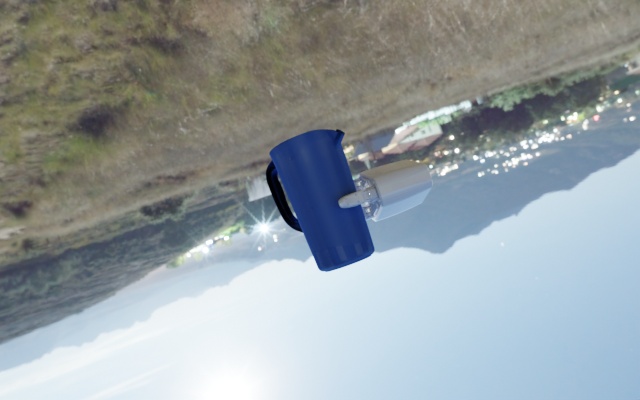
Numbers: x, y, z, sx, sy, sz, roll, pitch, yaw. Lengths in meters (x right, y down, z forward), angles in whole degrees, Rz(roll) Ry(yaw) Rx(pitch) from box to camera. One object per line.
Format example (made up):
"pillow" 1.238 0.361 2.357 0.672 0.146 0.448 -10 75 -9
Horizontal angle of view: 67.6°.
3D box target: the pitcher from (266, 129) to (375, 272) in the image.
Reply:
"pitcher" 0.000 0.003 0.868 0.145 0.243 0.149 -19 -4 -13
